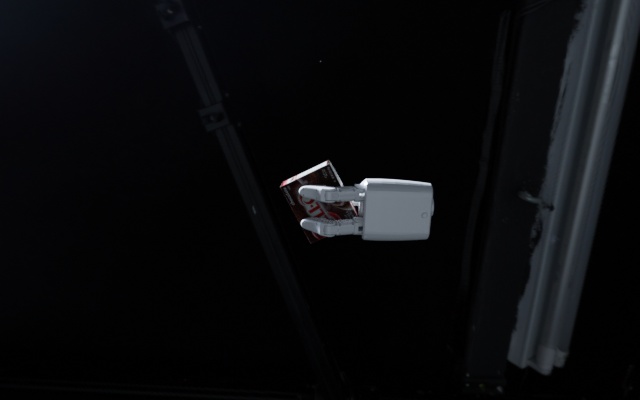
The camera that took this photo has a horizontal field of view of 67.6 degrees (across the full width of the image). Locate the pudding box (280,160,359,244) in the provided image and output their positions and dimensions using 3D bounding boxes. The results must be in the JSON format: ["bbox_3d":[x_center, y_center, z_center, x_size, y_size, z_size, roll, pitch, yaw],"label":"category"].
[{"bbox_3d":[0.000,0.002,0.783,0.090,0.113,0.039,-25,13,10],"label":"pudding box"}]
